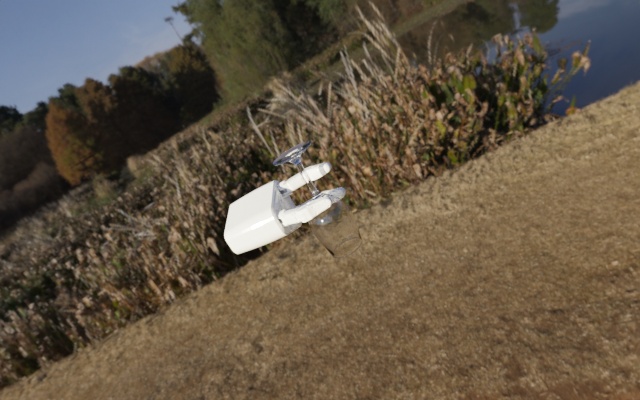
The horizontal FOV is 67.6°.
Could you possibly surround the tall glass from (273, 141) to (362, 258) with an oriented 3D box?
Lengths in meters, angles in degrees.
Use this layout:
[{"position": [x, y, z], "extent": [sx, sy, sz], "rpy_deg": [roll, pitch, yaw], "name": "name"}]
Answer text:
[{"position": [0.000, 0.002, 0.821], "extent": [0.079, 0.201, 0.079], "rpy_deg": [-28, 18, 10], "name": "tall glass"}]
